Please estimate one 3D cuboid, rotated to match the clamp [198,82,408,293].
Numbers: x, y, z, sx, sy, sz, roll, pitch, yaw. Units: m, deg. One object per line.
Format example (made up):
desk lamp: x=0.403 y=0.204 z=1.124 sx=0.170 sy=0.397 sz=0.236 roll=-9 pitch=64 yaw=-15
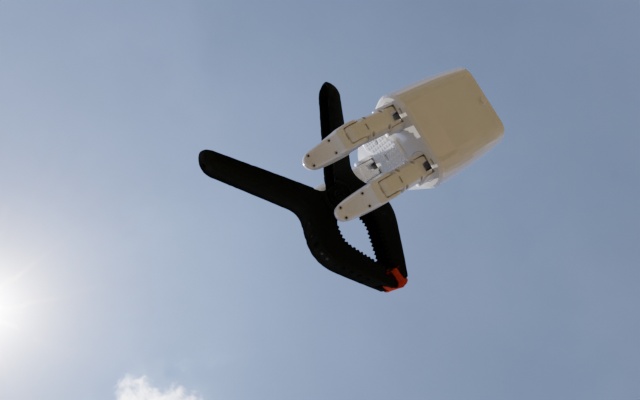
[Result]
clamp: x=0.000 y=0.002 z=0.441 sx=0.164 sy=0.210 sz=0.036 roll=-28 pitch=-6 yaw=-28
